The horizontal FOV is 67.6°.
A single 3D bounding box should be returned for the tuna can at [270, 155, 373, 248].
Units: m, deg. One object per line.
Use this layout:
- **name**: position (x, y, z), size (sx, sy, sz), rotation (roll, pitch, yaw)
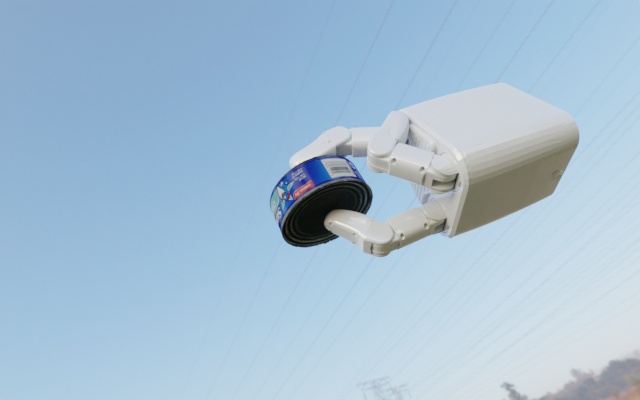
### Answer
- **tuna can**: position (0.000, 0.001, 0.415), size (0.086, 0.033, 0.086), rotation (-20, -34, -14)
